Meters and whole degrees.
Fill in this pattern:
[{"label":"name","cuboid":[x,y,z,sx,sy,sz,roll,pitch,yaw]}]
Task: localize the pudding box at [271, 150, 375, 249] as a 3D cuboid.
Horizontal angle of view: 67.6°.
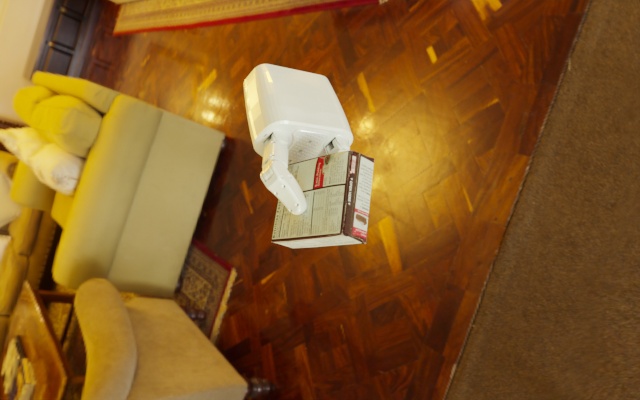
[{"label":"pudding box","cuboid":[0.000,0.002,0.499,0.039,0.090,0.113,19,-19,-39]}]
